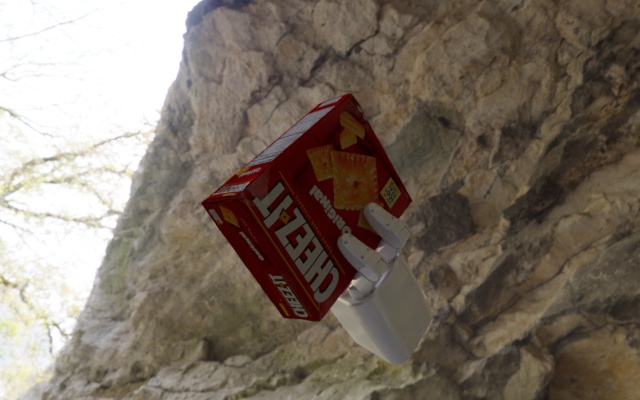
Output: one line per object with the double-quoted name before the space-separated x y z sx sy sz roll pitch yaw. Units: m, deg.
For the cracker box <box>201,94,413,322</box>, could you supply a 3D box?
"cracker box" 0.000 0.002 0.542 0.072 0.164 0.213 -9 29 47
